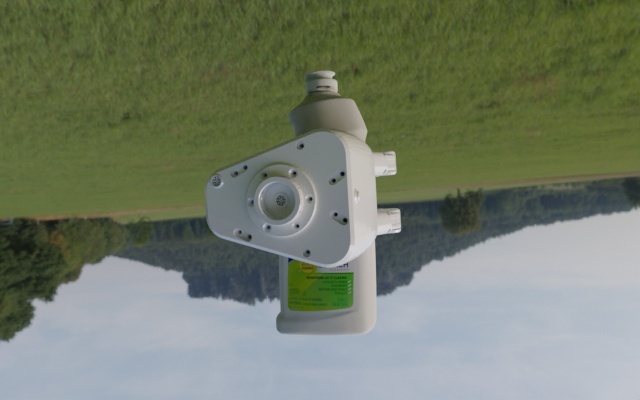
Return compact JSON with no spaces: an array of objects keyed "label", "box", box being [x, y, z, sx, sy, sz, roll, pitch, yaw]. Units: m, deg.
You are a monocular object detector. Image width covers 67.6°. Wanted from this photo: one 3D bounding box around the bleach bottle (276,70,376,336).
[{"label":"bleach bottle","box":[0.000,0.002,0.474,0.102,0.251,0.068,-3,1,14]}]
